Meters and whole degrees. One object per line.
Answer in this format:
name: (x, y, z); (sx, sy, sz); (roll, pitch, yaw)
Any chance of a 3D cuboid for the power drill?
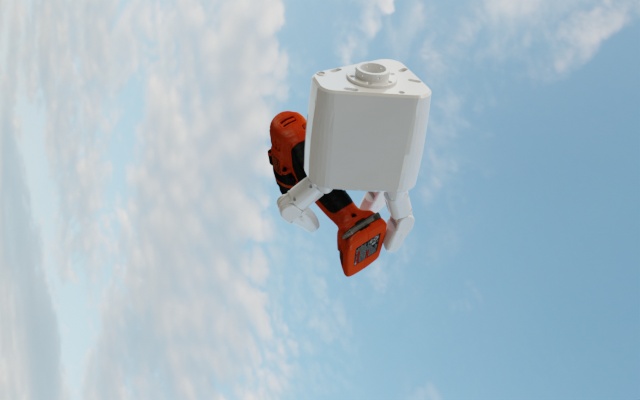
power drill: (0.000, 0.002, 0.599); (0.057, 0.187, 0.184); (-33, -24, -15)
